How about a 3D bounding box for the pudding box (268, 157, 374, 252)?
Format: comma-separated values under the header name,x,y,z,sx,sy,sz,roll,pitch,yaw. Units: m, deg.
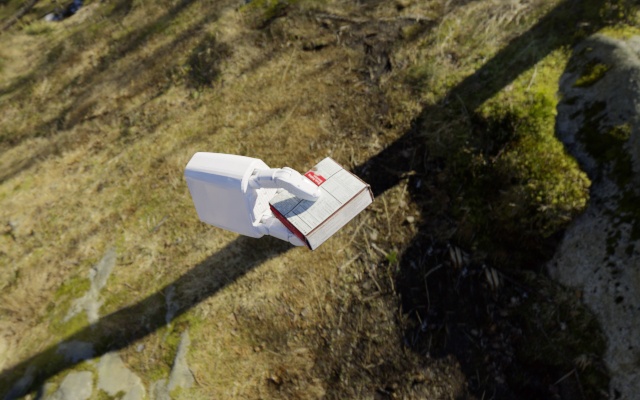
name,x,y,z,sx,sy,sz,roll,pitch,yaw
pudding box,0.000,0.002,0.640,0.090,0.113,0.039,40,-16,38
